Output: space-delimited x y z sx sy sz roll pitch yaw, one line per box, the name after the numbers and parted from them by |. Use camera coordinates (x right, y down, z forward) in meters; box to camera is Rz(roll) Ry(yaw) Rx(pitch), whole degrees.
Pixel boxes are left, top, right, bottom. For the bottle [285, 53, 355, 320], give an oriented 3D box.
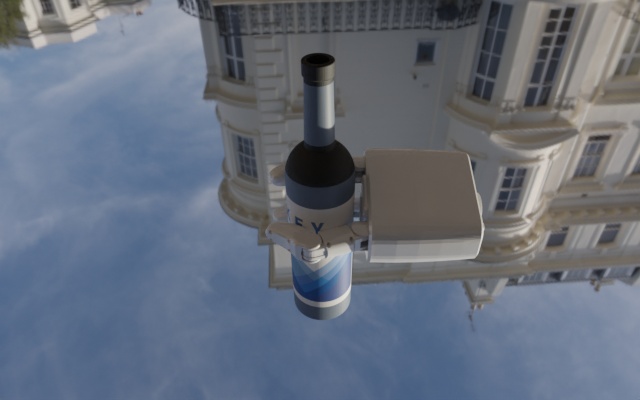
0.000 0.002 0.472 0.069 0.296 0.069 -1 40 1 | bottle
